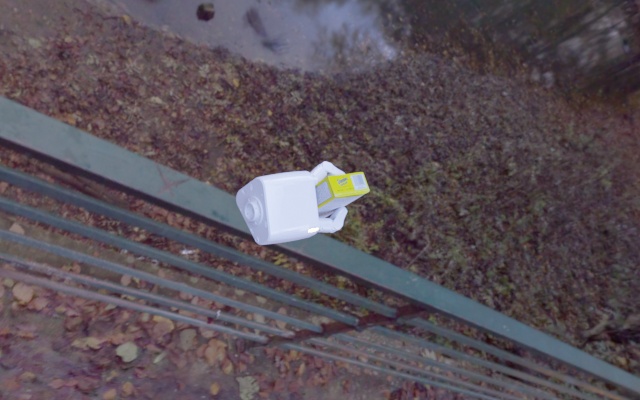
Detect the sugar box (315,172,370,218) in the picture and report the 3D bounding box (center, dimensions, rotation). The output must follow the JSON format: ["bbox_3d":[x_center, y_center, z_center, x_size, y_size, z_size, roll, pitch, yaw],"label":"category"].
[{"bbox_3d":[0.000,0.002,0.899,0.093,0.048,0.176,-8,-14,-42],"label":"sugar box"}]
